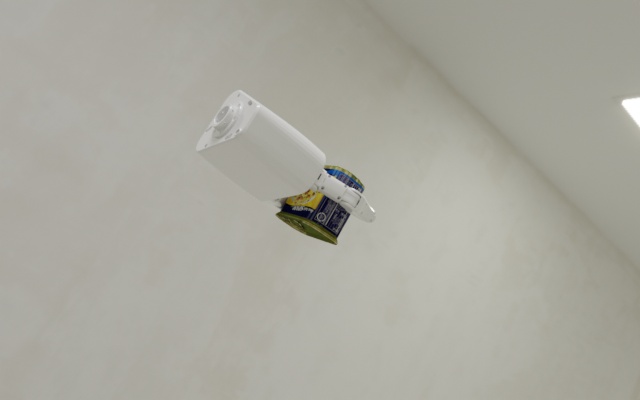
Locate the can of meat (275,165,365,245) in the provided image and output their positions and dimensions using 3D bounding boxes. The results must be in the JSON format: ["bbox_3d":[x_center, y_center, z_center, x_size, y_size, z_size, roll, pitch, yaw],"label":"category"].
[{"bbox_3d":[0.000,0.002,0.617,0.057,0.084,0.102,37,-13,-30],"label":"can of meat"}]
